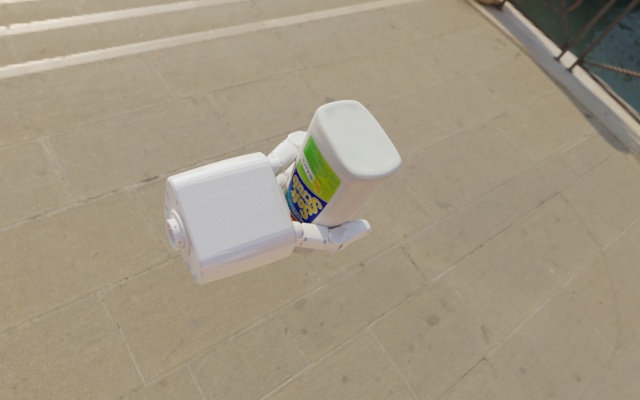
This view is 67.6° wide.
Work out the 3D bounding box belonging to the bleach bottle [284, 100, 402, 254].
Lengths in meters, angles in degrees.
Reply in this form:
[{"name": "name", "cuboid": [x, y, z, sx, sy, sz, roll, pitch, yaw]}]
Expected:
[{"name": "bleach bottle", "cuboid": [0.000, 0.002, 0.566, 0.068, 0.102, 0.251, -17, -25, -29]}]
